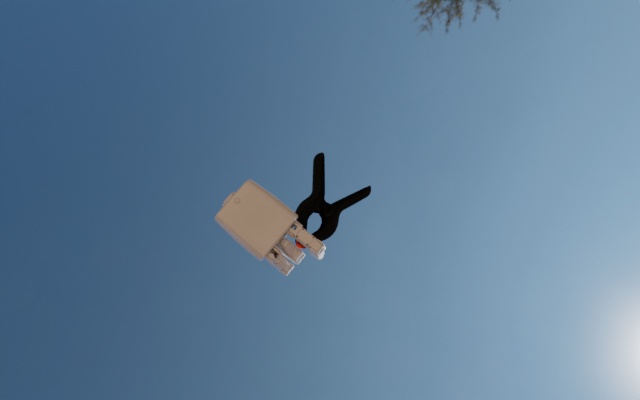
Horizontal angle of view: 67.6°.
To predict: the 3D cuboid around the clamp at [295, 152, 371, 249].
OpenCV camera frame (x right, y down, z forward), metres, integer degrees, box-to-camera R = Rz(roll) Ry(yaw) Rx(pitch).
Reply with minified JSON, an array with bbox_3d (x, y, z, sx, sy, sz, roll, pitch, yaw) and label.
[{"bbox_3d":[0.000,0.003,0.842,0.120,0.171,0.039,41,-18,-3],"label":"clamp"}]
